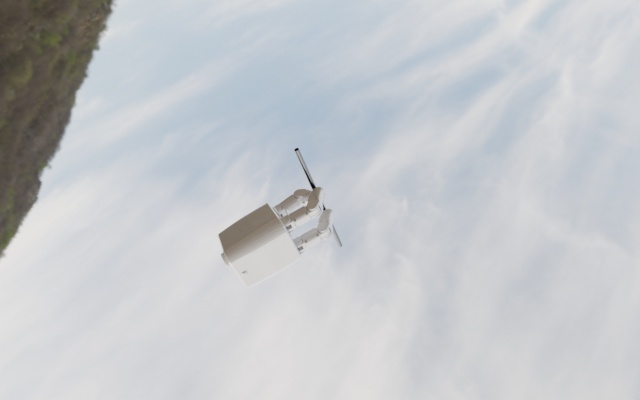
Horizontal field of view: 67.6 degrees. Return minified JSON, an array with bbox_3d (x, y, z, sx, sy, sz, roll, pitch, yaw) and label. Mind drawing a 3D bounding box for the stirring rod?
[{"bbox_3d":[0.000,0.003,0.836,0.011,0.011,0.240,0,-44,26],"label":"stirring rod"}]
